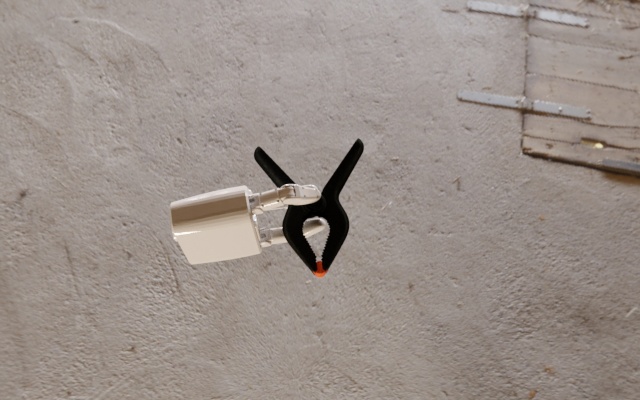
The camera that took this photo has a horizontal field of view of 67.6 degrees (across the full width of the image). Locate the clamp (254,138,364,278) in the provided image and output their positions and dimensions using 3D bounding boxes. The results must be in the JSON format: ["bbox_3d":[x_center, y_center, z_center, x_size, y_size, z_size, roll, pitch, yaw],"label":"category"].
[{"bbox_3d":[0.000,0.003,0.687,0.164,0.210,0.036,-12,-20,-3],"label":"clamp"}]
